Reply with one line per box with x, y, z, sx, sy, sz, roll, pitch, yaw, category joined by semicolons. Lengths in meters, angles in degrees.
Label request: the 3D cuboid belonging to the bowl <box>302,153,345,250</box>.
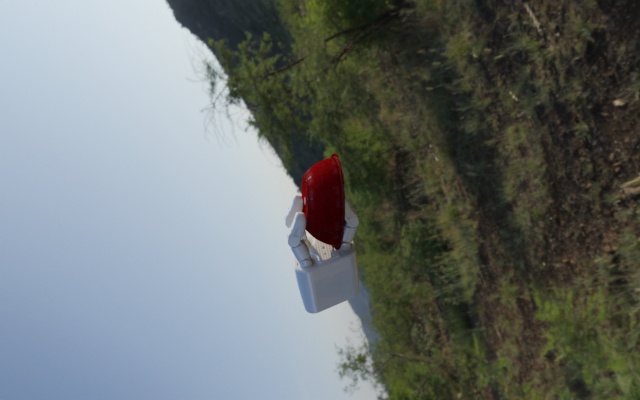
0.000;0.001;0.792;0.055;0.162;0.162;-1;0;-8;bowl
